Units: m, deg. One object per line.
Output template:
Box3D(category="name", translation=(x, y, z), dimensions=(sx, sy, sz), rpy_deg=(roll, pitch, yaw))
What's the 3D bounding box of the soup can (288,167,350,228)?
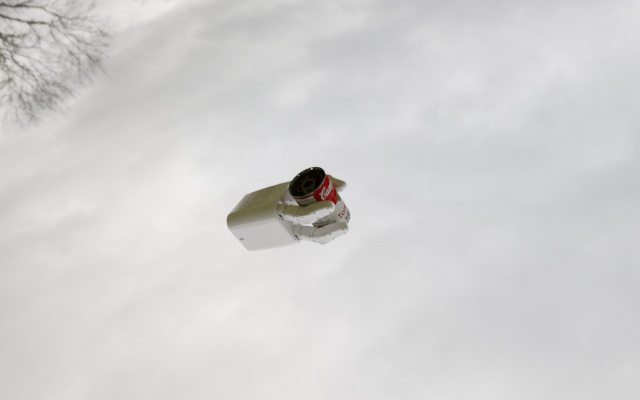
Box3D(category="soup can", translation=(0.001, 0.003, 0.802), dimensions=(0.068, 0.068, 0.102), rpy_deg=(0, -42, 37))
